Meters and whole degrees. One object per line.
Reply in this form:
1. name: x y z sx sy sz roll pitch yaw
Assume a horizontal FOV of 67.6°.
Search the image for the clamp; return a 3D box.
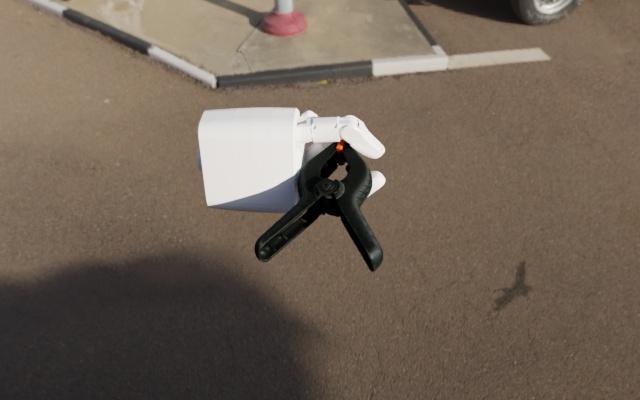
1. clamp: 0.000 0.001 0.486 0.120 0.039 0.171 1 44 3
